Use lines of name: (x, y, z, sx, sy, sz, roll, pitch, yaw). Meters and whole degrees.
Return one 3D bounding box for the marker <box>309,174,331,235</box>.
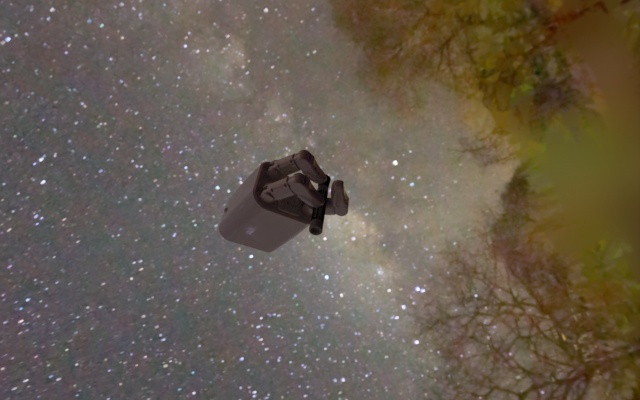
marker: (0.000, 0.002, 0.700, 0.020, 0.020, 0.121, 0, 41, 9)
